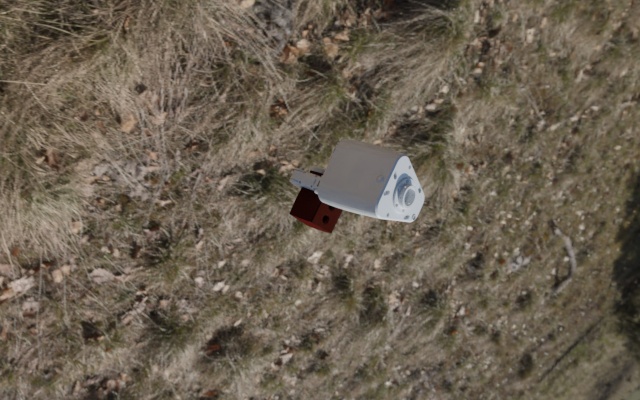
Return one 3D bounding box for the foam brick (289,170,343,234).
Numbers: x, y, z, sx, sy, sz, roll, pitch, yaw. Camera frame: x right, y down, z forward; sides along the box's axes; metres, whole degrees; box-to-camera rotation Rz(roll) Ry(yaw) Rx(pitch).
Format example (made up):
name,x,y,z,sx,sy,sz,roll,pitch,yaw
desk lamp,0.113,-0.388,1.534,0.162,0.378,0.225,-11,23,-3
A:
name,x,y,z,sx,sy,sz,roll,pitch,yaw
foam brick,0.000,0.003,0.724,0.051,0.078,0.053,19,-9,42
